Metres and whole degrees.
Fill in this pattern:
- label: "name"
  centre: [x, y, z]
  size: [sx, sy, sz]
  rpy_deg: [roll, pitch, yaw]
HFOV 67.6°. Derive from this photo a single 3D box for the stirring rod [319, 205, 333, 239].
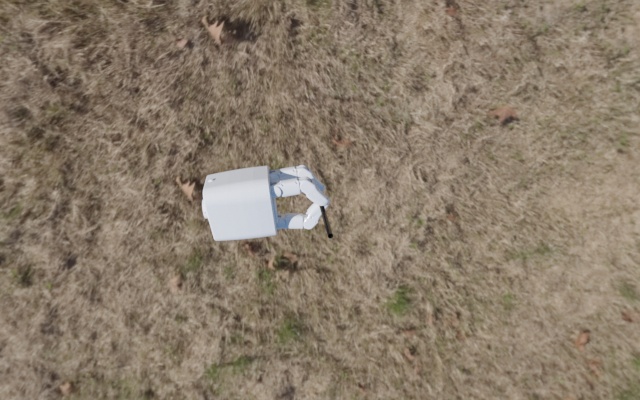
- label: "stirring rod"
  centre: [0.000, 0.003, 0.794]
  size: [0.011, 0.011, 0.239]
  rpy_deg: [0, 24, -8]
